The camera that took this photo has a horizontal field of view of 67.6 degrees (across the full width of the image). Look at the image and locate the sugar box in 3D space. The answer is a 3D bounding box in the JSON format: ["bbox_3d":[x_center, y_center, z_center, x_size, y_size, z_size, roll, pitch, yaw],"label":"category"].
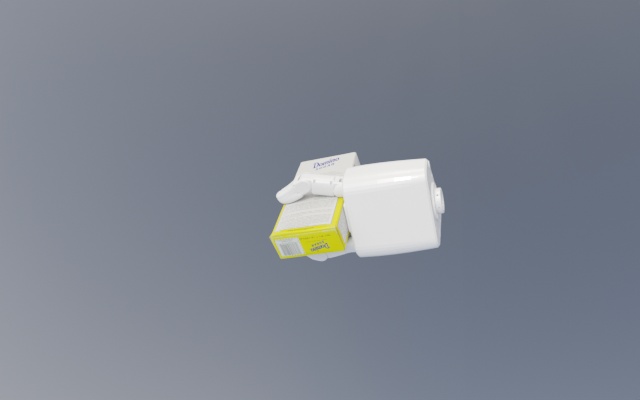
[{"bbox_3d":[0.000,0.003,0.662,0.093,0.048,0.176,-9,32,21],"label":"sugar box"}]
